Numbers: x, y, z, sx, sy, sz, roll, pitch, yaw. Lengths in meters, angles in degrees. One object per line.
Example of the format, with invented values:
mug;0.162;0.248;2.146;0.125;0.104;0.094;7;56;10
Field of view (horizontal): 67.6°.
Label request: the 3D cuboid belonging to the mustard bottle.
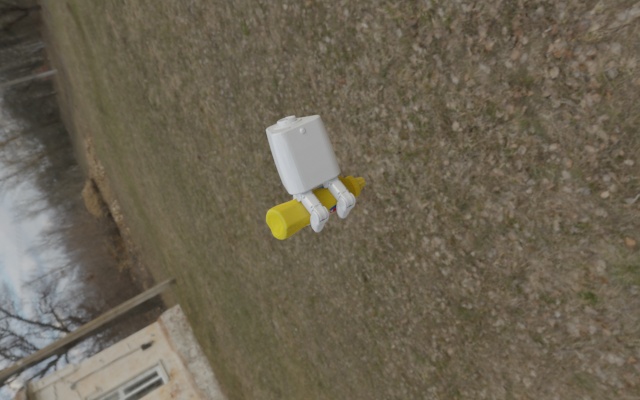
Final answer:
mustard bottle;0.000;0.003;0.855;0.191;0.058;0.096;-27;-5;-23
